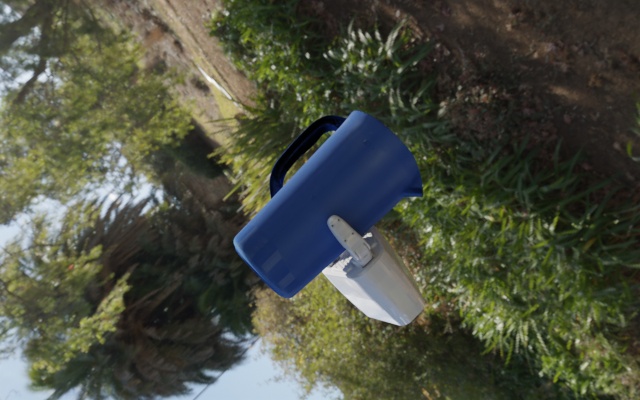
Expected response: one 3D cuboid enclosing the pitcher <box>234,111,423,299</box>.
[{"bbox_3d":[0.000,0.002,0.632,0.243,0.145,0.149,-44,19,-7],"label":"pitcher"}]
